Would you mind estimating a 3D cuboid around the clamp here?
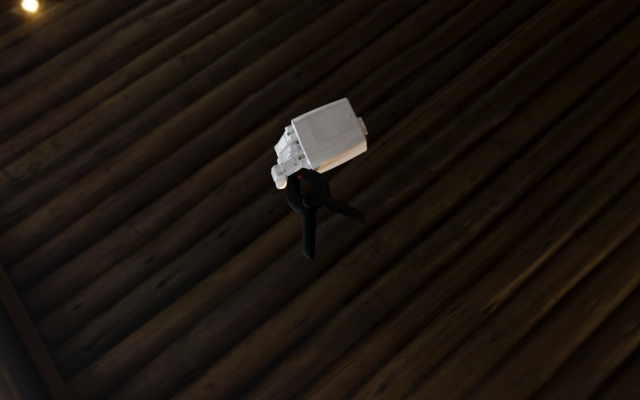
[{"bbox_3d":[0.000,0.003,0.819,0.120,0.171,0.039,-25,-20,6],"label":"clamp"}]
